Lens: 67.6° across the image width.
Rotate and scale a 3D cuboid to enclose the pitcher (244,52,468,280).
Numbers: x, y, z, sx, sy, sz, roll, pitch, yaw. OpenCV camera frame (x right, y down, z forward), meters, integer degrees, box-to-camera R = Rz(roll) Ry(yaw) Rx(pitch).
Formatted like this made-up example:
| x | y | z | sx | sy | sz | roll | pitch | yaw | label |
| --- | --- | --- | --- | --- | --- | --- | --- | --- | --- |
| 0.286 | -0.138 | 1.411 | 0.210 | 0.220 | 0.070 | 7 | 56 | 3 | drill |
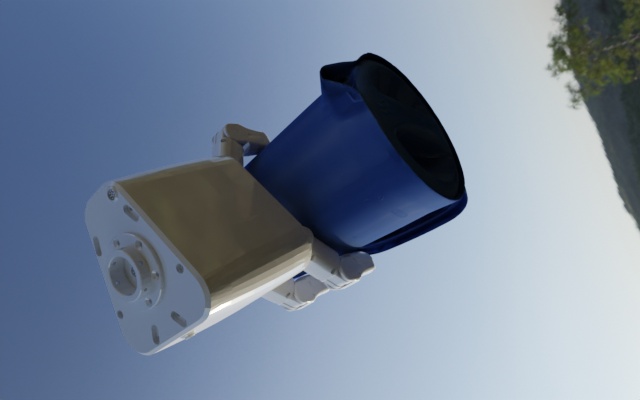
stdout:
| x | y | z | sx | sy | sz | roll | pitch | yaw | label |
| --- | --- | --- | --- | --- | --- | --- | --- | --- | --- |
| 0.000 | 0.001 | 0.431 | 0.243 | 0.149 | 0.145 | -34 | -6 | 32 | pitcher |
